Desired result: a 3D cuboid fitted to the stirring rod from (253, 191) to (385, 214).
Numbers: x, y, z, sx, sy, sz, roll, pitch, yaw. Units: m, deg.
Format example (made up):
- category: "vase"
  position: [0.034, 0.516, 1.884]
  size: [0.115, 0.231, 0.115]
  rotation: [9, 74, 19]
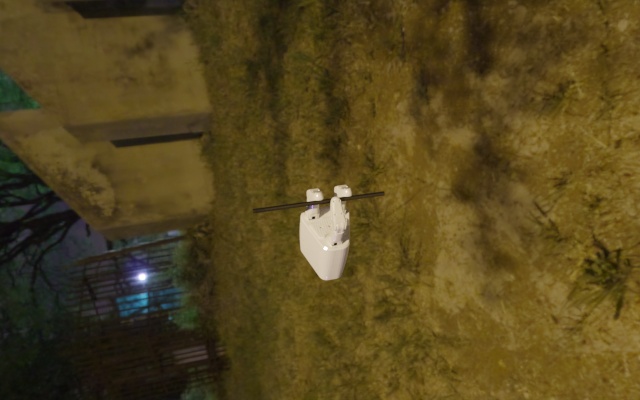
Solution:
- category: "stirring rod"
  position: [0.000, 0.003, 0.849]
  size: [0.239, 0.011, 0.011]
  rotation: [-8, 2, -13]
